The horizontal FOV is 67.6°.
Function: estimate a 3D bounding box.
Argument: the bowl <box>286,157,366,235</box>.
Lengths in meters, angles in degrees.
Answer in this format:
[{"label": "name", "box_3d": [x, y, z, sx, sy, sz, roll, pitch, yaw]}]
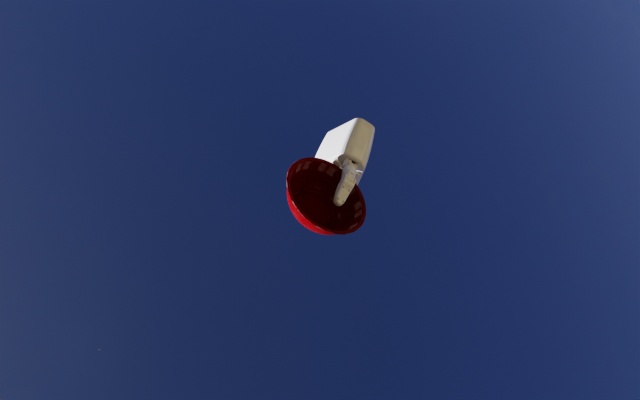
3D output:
[{"label": "bowl", "box_3d": [-0.001, 0.004, 0.849, 0.162, 0.162, 0.055, 0, -33, -37]}]
